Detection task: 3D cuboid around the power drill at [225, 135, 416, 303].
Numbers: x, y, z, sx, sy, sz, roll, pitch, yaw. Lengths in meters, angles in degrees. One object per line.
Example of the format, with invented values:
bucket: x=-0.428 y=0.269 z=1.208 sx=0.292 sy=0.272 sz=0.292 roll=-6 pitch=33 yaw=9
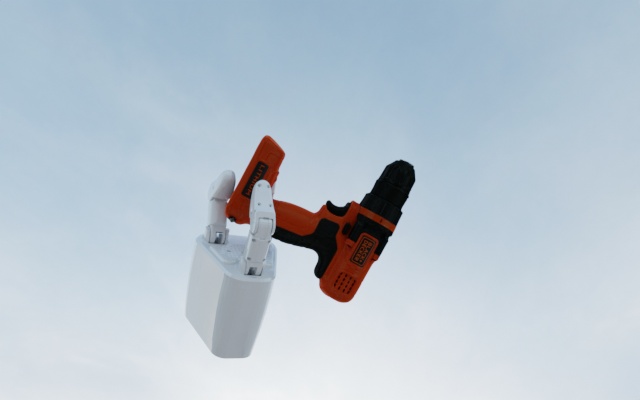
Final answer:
power drill: x=0.000 y=0.002 z=0.554 sx=0.187 sy=0.184 sz=0.057 roll=29 pitch=-4 yaw=-6
